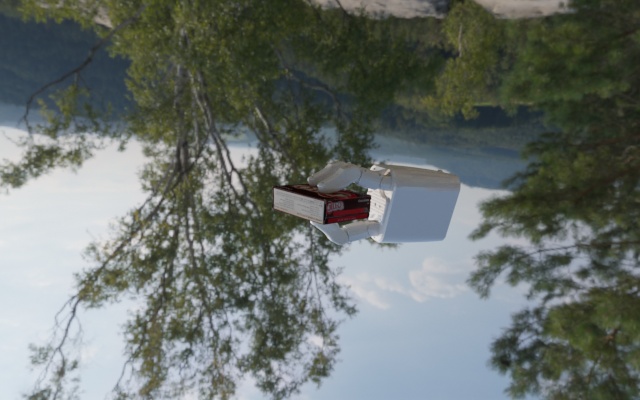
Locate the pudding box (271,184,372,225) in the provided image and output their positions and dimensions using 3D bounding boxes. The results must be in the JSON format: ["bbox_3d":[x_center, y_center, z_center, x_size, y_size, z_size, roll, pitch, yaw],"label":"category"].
[{"bbox_3d":[0.000,0.002,0.667,0.090,0.039,0.113,-4,11,-44],"label":"pudding box"}]
